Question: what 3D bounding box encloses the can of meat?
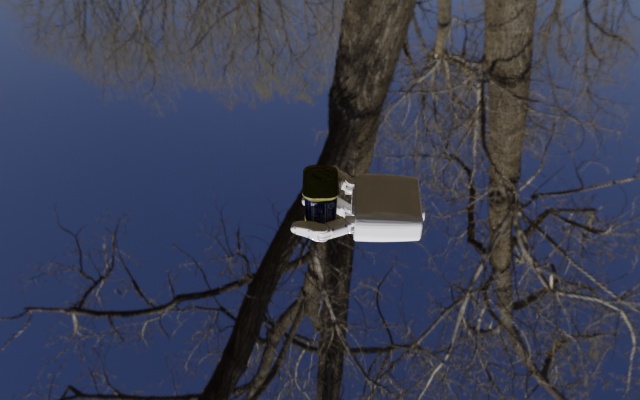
[{"bbox_3d":[0.000,0.003,0.784,0.057,0.084,0.102,0,35,0],"label":"can of meat"}]
